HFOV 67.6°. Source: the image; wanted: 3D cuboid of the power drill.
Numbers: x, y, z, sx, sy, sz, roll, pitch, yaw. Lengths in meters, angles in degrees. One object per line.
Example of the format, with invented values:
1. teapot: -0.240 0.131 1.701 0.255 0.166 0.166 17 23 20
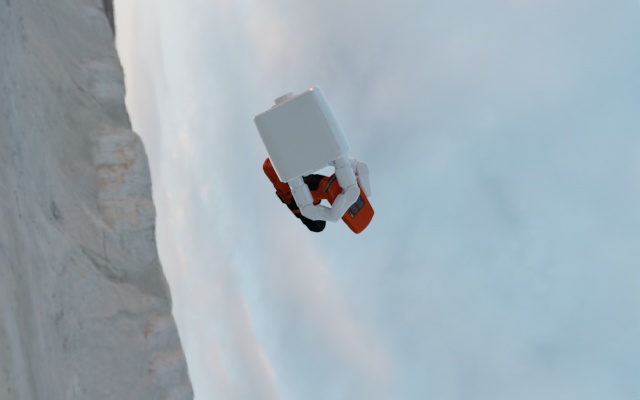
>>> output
1. power drill: 0.000 0.003 0.817 0.187 0.057 0.184 11 -34 48
